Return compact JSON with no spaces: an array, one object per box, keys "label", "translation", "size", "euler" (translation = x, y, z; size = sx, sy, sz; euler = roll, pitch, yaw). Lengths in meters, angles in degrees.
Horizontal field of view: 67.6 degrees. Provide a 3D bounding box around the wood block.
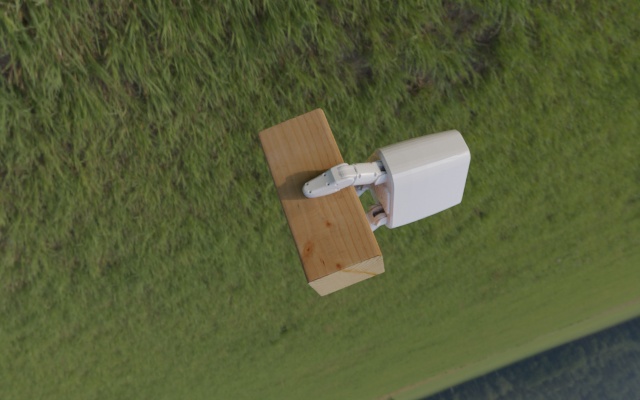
[{"label":"wood block","translation":[0.000,0.002,0.604],"size":[0.090,0.206,0.091],"euler":[-21,-23,1]}]
